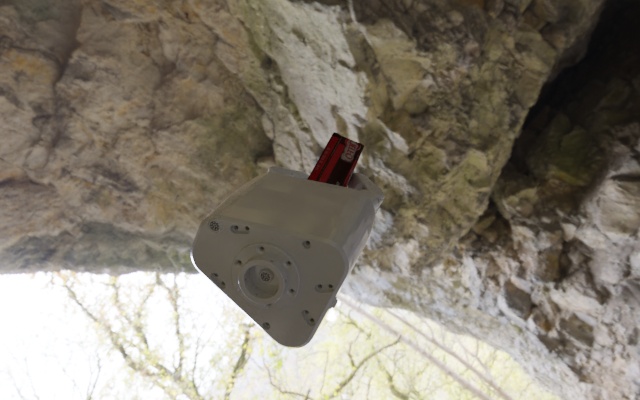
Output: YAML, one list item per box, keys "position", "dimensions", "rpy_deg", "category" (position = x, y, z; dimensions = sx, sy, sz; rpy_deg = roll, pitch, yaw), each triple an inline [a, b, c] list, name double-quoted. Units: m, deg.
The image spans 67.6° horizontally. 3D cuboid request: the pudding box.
- position: [0.000, 0.002, 0.479]
  dimensions: [0.039, 0.090, 0.114]
  rpy_deg: [27, -40, 2]
  category: "pudding box"
